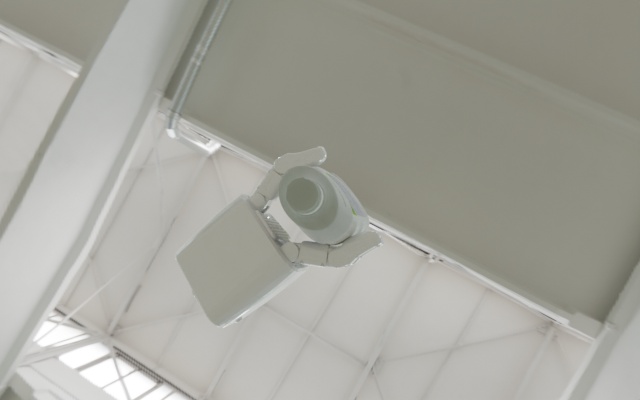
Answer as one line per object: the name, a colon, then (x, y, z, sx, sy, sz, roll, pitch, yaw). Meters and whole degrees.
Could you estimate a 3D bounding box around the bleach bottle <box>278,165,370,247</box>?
bleach bottle: (0.000, 0.002, 0.520, 0.068, 0.102, 0.251, -39, -11, 4)
